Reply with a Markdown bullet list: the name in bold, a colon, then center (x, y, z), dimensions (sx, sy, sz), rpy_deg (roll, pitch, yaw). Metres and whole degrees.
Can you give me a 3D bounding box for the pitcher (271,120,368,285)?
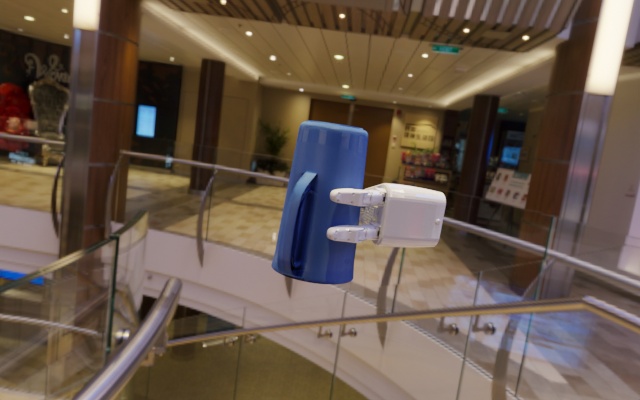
- **pitcher**: center (0.000, 0.002, 0.743), dimensions (0.145, 0.243, 0.149), rpy_deg (6, 8, -19)
